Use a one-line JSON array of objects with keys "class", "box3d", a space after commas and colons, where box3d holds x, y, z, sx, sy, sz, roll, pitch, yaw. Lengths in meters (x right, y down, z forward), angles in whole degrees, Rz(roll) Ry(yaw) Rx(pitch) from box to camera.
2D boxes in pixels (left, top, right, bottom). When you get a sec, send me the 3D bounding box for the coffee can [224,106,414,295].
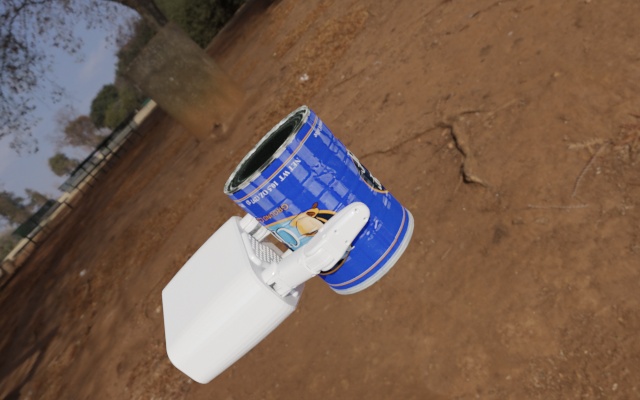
[{"class": "coffee can", "box3d": [0.000, 0.001, 0.429, 0.140, 0.102, 0.103, 44, -17, -18]}]
